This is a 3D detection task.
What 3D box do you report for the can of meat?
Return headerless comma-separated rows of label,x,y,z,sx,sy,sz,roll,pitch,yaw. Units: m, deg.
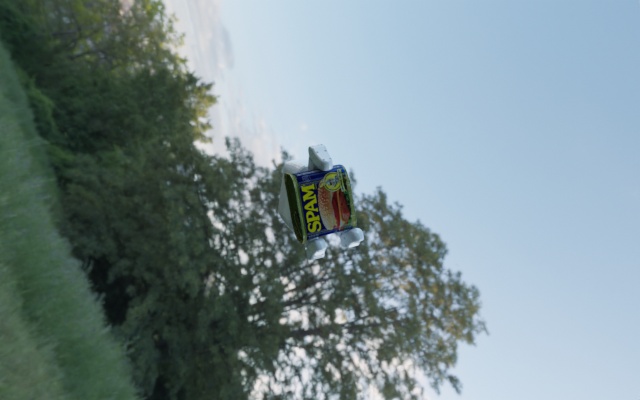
can of meat,0.000,0.002,0.695,0.084,0.102,0.057,-13,12,-16
